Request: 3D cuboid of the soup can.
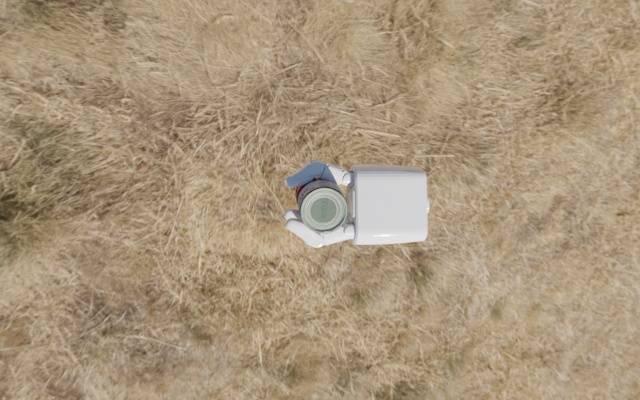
[{"bbox_3d":[0.000,0.002,0.692,0.068,0.068,0.102,0,14,-6],"label":"soup can"}]
